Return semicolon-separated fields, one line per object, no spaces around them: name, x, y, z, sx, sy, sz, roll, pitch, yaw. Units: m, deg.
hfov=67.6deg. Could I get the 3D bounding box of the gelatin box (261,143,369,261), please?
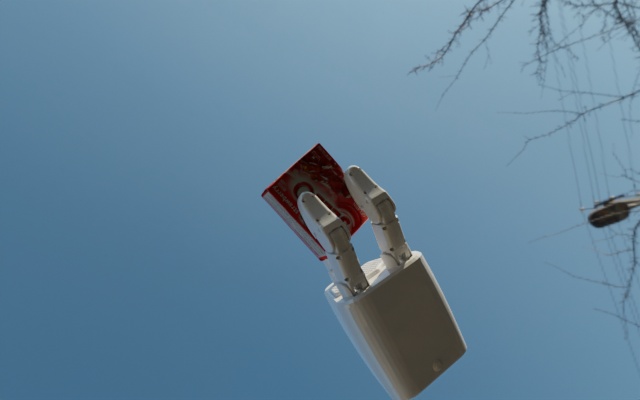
gelatin box;0.000;0.001;0.460;0.073;0.089;0.030;-44;4;-24
